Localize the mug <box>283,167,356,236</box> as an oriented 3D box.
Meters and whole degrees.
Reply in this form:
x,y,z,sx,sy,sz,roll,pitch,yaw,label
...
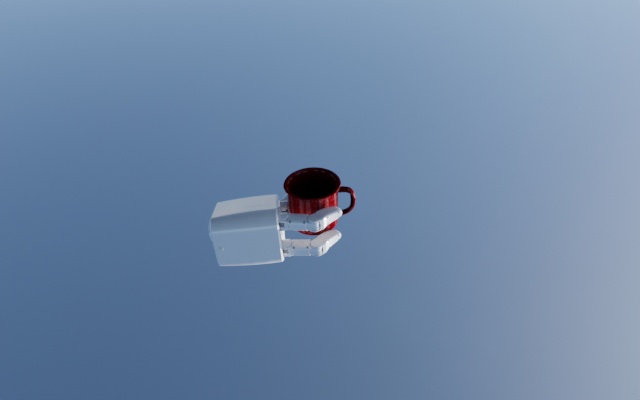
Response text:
x,y,z,sx,sy,sz,roll,pitch,yaw,label
0.002,0.003,0.795,0.117,0.082,0.093,-4,38,-1,mug
